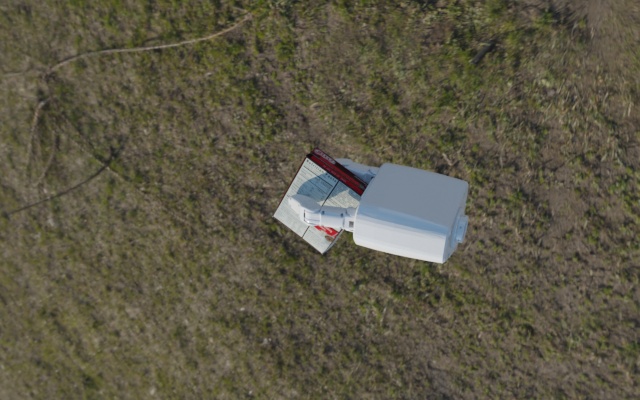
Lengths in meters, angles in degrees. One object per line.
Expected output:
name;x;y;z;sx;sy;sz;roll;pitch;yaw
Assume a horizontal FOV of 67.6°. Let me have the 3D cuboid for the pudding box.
pudding box;0.000;0.002;0.614;0.090;0.113;0.039;37;33;7
